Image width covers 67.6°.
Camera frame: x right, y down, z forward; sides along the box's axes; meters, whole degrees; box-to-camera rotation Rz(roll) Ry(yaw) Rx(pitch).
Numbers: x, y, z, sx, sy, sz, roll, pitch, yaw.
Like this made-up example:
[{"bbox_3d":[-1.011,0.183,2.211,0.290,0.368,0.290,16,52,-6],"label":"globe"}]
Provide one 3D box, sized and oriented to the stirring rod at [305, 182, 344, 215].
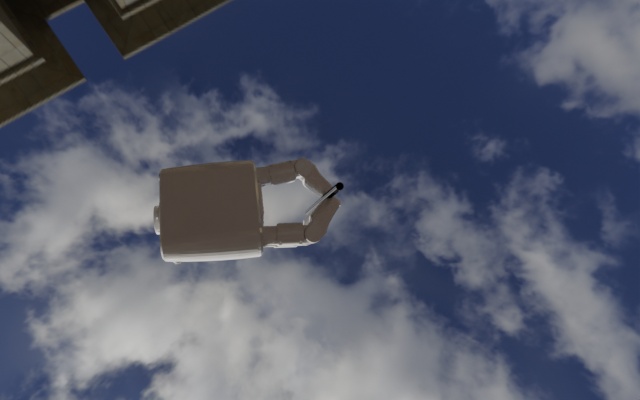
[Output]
[{"bbox_3d":[0.000,0.002,0.591,0.011,0.011,0.239,0,-8,-9],"label":"stirring rod"}]
